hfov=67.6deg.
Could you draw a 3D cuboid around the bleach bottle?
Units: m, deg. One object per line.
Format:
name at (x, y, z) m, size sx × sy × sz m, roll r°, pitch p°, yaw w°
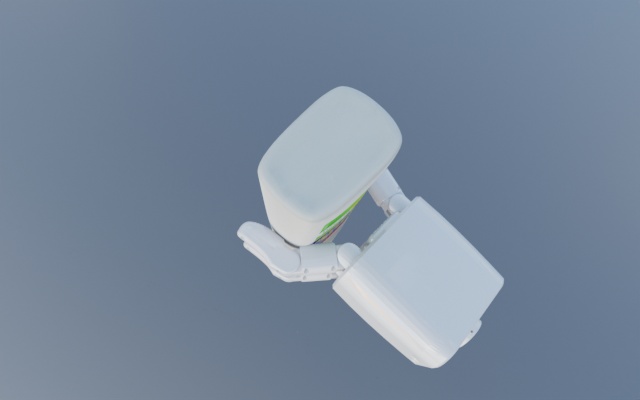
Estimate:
bleach bottle at (0.000, 0.001, 0.435) m, size 0.068 × 0.102 × 0.251 m, roll 43°, pitch -13°, yaw 9°
